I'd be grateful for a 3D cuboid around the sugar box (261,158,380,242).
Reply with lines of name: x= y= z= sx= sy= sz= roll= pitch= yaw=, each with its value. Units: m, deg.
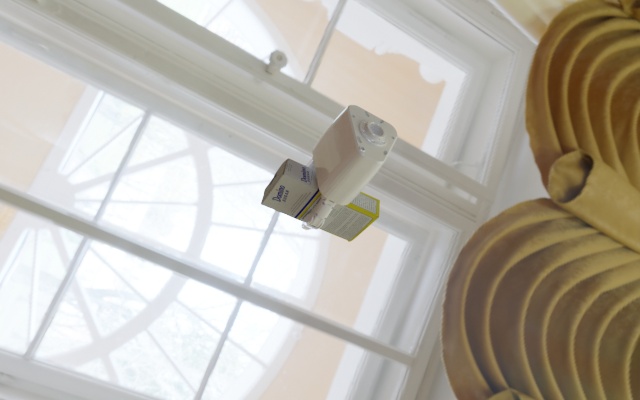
sugar box: x=0.000 y=0.002 z=0.794 sx=0.176 sy=0.048 sz=0.093 roll=26 pitch=-43 yaw=-16
